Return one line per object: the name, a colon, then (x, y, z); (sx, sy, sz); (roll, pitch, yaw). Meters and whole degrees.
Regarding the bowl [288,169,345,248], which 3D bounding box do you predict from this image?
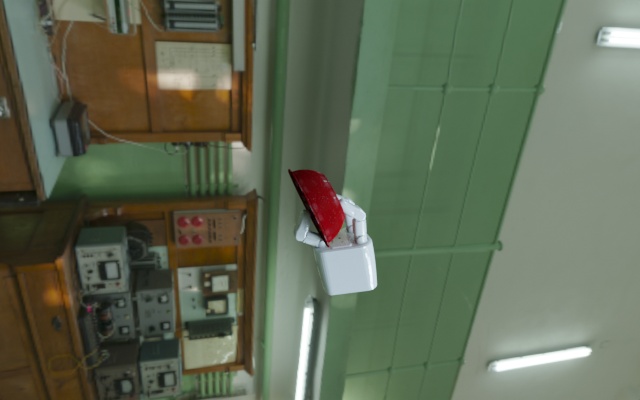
bowl: (0.000, 0.002, 0.875); (0.055, 0.162, 0.162); (-28, 2, -4)
